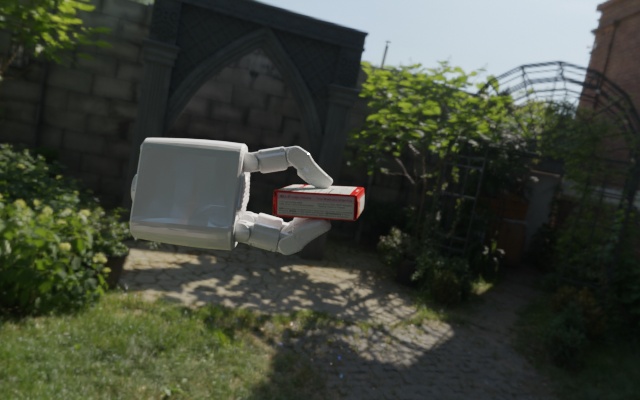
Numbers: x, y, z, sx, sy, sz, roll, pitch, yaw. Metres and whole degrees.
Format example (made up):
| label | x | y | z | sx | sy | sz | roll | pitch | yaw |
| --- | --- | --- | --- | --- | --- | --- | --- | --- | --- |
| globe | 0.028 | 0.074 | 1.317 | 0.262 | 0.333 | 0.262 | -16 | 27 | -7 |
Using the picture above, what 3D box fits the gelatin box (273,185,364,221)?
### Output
| label | x | y | z | sx | sy | sz | roll | pitch | yaw |
| --- | --- | --- | --- | --- | --- | --- | --- | --- | --- |
| gelatin box | 0.000 | 0.001 | 0.518 | 0.089 | 0.030 | 0.073 | 3 | 7 | 10 |
